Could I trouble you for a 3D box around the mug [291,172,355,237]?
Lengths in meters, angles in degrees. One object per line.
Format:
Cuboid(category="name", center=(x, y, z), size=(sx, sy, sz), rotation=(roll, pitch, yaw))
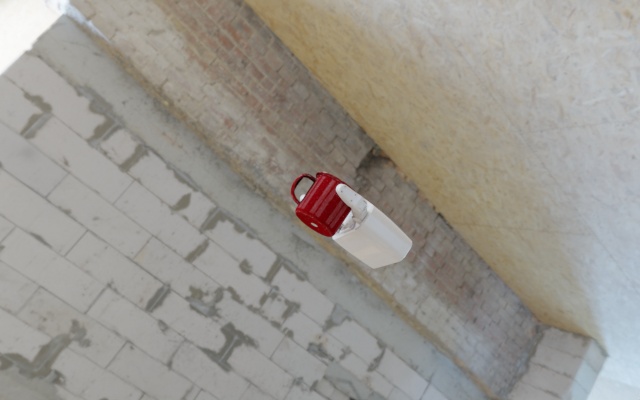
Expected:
Cuboid(category="mug", center=(-0.001, 0.002, 0.831), size=(0.117, 0.081, 0.093), rotation=(38, -16, -12))
